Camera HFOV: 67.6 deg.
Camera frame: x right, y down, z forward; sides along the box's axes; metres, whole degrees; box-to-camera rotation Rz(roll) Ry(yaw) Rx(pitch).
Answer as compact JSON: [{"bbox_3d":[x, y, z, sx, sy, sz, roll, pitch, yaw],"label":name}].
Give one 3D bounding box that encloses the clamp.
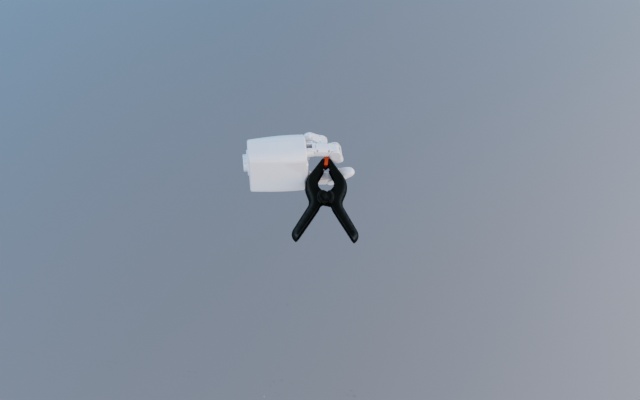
[{"bbox_3d":[0.000,0.003,0.888,0.120,0.171,0.039,-5,-21,-9],"label":"clamp"}]
